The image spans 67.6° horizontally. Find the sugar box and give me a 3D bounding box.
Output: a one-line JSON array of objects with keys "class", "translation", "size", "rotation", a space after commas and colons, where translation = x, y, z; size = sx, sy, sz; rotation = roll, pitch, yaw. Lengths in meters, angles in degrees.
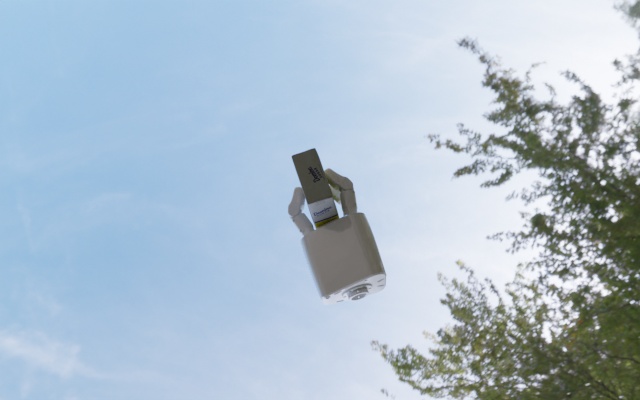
[{"class": "sugar box", "translation": [0.001, 0.003, 0.776], "size": [0.048, 0.093, 0.176], "rotation": [-18, -28, -3]}]
